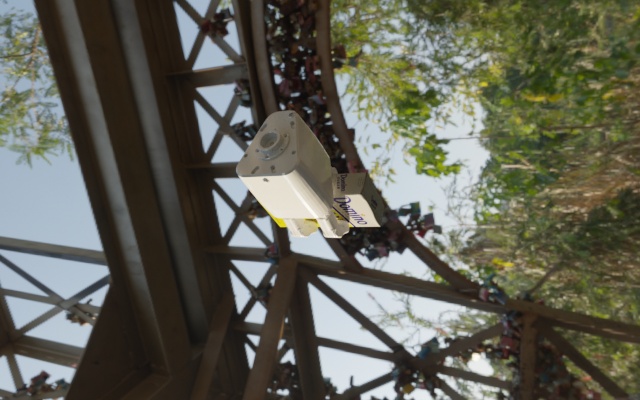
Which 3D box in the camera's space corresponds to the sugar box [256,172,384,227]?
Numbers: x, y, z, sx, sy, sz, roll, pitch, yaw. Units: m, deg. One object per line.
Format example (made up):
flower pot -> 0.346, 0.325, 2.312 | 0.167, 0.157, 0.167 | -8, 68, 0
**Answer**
sugar box -> 0.000, 0.003, 0.734 | 0.176, 0.048, 0.093 | 0, -33, 27
